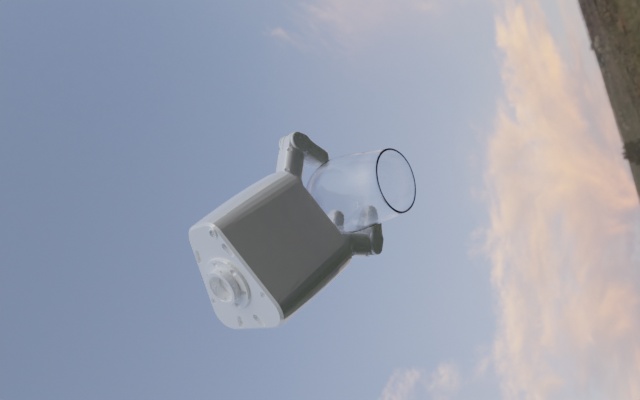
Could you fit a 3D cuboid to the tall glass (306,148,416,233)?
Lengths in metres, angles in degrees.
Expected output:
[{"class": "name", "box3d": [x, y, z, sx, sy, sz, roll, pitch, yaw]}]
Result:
[{"class": "tall glass", "box3d": [0.000, 0.002, 0.506, 0.201, 0.079, 0.079, -16, -11, 42]}]
